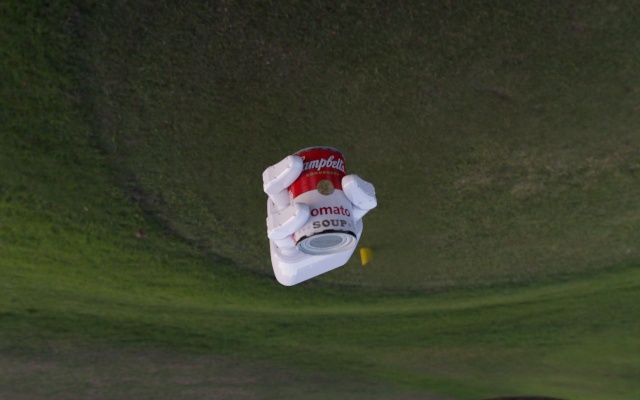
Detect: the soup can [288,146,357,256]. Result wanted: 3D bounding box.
[{"bbox_3d":[0.000,0.002,0.522,0.068,0.102,0.068,-6,-26,-3],"label":"soup can"}]
